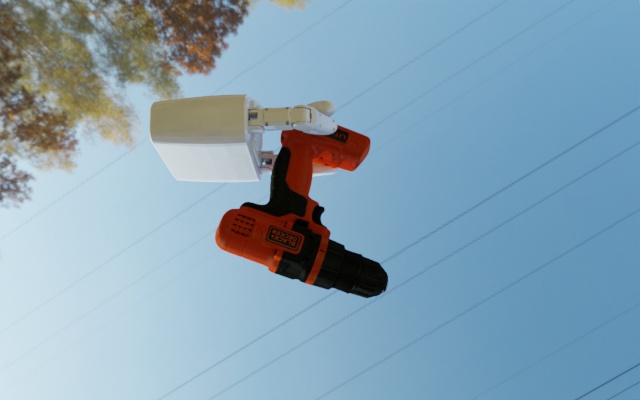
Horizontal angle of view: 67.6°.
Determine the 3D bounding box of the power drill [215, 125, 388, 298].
[{"bbox_3d":[0.000,0.001,0.526,0.184,0.187,0.057,21,-33,-5],"label":"power drill"}]
